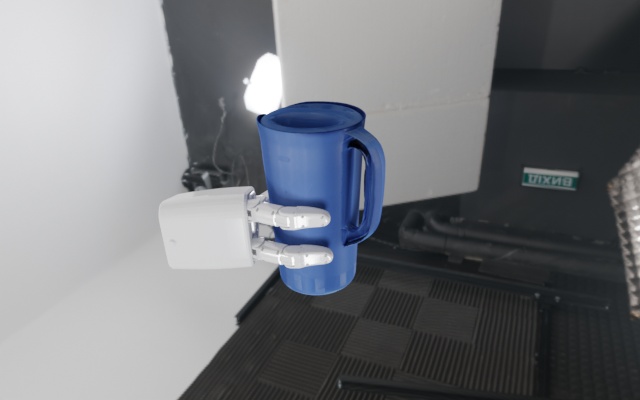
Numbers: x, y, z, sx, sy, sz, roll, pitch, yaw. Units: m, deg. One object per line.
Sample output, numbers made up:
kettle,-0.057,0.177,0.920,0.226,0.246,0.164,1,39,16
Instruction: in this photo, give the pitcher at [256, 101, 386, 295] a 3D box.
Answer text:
pitcher,0.000,0.002,0.622,0.145,0.243,0.149,-4,26,-2
